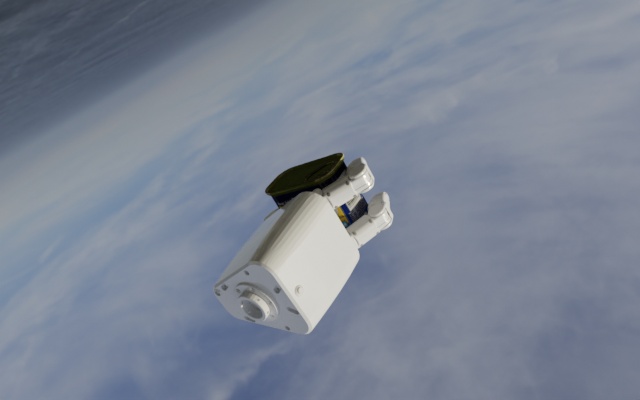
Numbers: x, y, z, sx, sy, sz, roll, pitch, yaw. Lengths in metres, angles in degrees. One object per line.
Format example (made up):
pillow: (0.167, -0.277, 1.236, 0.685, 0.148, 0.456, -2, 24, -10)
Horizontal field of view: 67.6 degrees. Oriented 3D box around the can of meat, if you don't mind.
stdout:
can of meat: (0.000, 0.002, 0.555, 0.102, 0.084, 0.057, -14, 27, 38)
